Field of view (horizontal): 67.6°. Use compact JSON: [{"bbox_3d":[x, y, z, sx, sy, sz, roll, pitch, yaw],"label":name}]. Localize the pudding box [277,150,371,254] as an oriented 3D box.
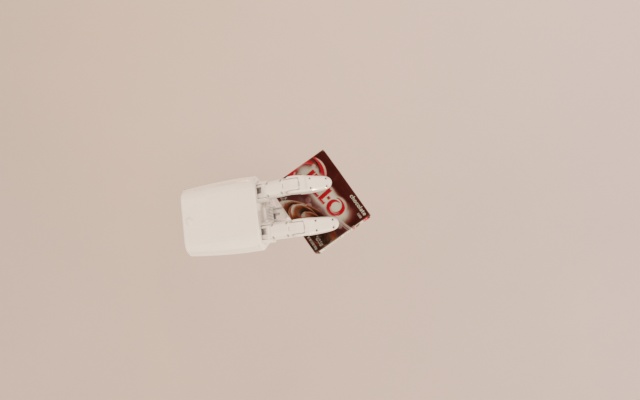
[{"bbox_3d":[0.000,0.002,0.648,0.090,0.113,0.039,-36,-8,2],"label":"pudding box"}]
